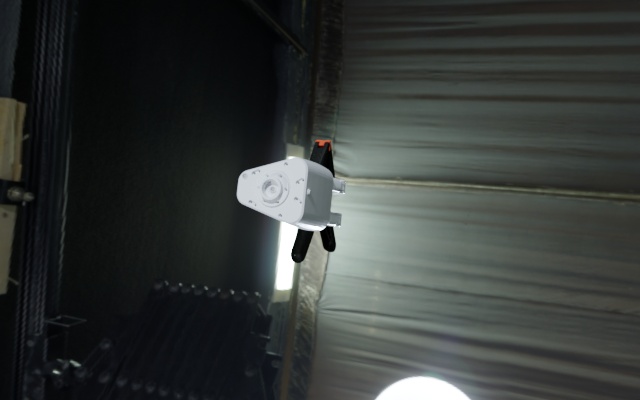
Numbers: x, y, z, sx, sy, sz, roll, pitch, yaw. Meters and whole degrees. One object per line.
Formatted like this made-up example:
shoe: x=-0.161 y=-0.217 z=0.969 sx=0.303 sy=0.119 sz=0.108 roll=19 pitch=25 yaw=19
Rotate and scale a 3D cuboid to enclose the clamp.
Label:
clamp: x=-0.001 y=0.002 z=0.832 sx=0.036 sy=0.210 sz=0.164 roll=5 pitch=-4 yaw=20
